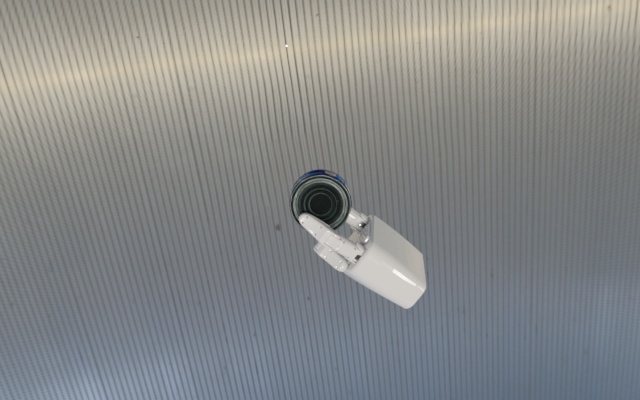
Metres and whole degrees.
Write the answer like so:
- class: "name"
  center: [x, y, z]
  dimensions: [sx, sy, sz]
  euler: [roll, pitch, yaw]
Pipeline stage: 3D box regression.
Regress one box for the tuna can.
- class: "tuna can"
  center: [0.000, 0.002, 0.657]
  dimensions: [0.086, 0.086, 0.033]
  euler: [0, 15, 1]
